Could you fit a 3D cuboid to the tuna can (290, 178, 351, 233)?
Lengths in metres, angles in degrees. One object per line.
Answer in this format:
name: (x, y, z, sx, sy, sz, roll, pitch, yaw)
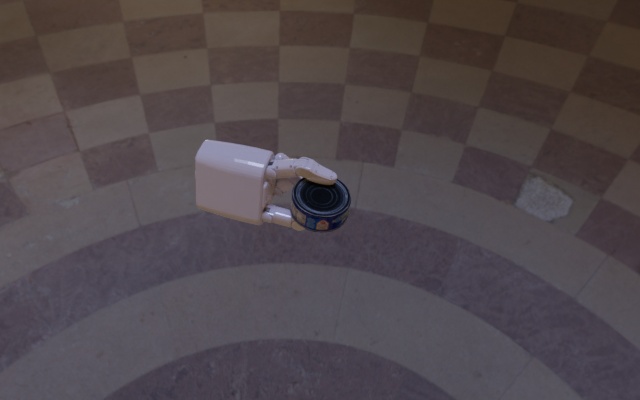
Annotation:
tuna can: (0.000, 0.002, 0.682, 0.086, 0.086, 0.034, 0, -42, -9)
